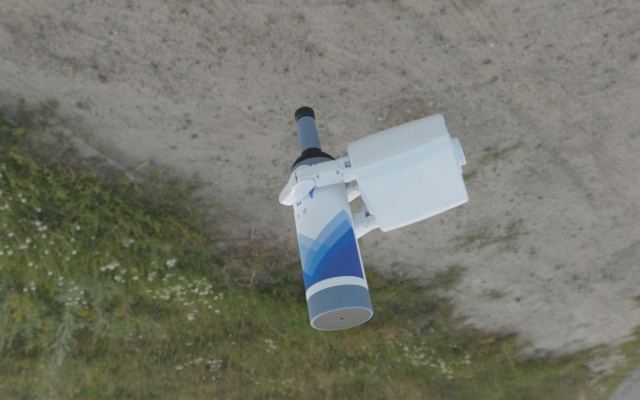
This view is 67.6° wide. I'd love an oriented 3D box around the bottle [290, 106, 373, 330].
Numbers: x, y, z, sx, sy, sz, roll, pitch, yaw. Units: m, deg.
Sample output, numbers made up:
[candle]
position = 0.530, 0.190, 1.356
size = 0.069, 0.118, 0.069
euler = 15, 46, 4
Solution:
[bottle]
position = 0.000, 0.002, 0.576
size = 0.069, 0.295, 0.069
euler = -7, -33, -5
